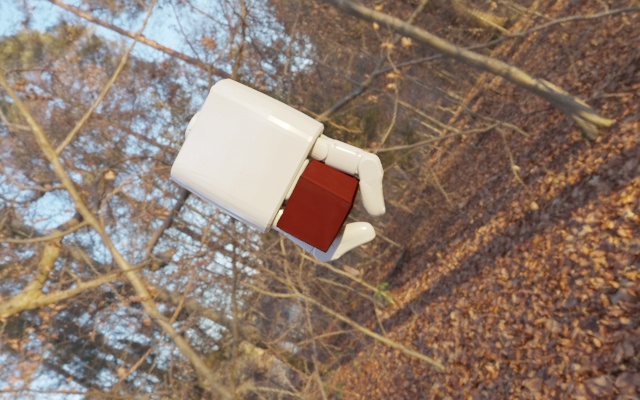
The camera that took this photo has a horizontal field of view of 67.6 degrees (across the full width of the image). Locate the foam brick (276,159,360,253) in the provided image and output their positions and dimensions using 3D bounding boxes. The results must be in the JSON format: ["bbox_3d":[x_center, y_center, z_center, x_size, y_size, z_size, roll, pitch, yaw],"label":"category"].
[{"bbox_3d":[0.000,0.001,0.432,0.051,0.053,0.078,28,20,0],"label":"foam brick"}]
